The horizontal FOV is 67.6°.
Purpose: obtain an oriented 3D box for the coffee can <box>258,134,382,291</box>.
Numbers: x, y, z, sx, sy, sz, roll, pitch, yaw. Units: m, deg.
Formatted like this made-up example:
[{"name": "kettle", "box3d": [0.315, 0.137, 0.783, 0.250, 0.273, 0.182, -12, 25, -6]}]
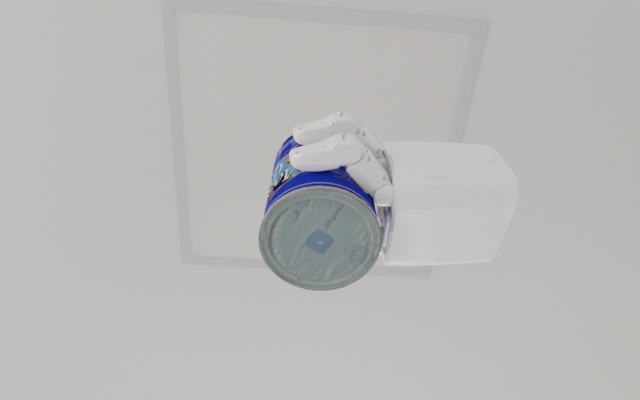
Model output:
[{"name": "coffee can", "box3d": [0.000, 0.002, 0.455, 0.103, 0.103, 0.140, 0, 30, 0]}]
